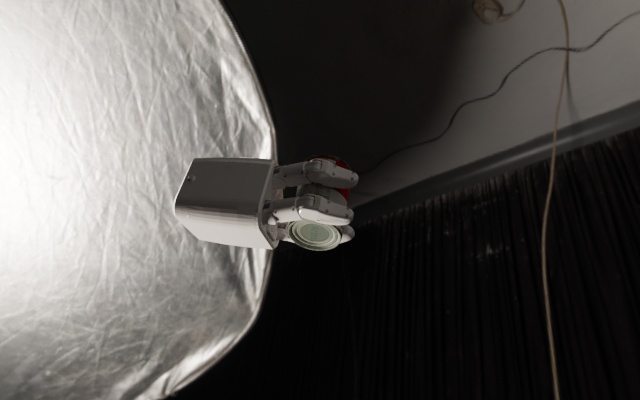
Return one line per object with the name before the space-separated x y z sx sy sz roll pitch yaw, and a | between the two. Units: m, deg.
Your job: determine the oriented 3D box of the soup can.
soup can | 0.001 0.002 0.593 0.068 0.102 0.069 7 -39 6
